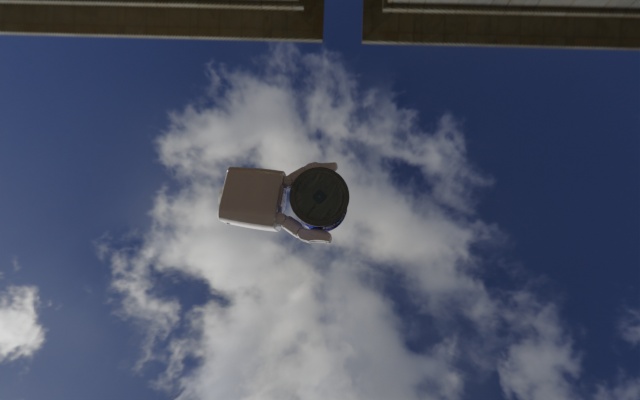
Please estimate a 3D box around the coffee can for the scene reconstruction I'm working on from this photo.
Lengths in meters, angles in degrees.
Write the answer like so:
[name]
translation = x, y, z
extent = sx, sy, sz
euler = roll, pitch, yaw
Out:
[coffee can]
translation = 0.000, 0.003, 0.879
extent = 0.103, 0.103, 0.140
euler = 0, -8, 2
